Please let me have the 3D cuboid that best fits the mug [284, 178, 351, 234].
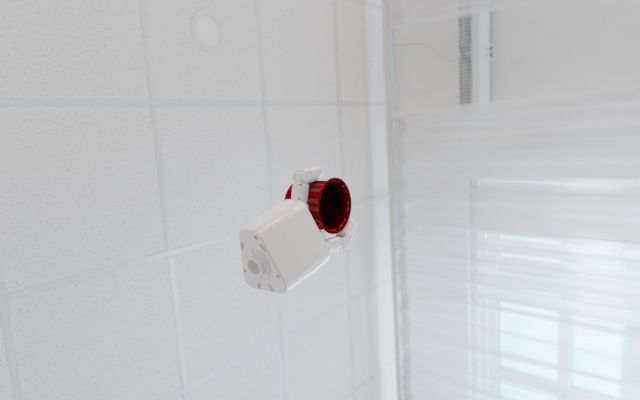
[{"bbox_3d":[0.001,0.002,0.815,0.081,0.093,0.117,3,24,38],"label":"mug"}]
